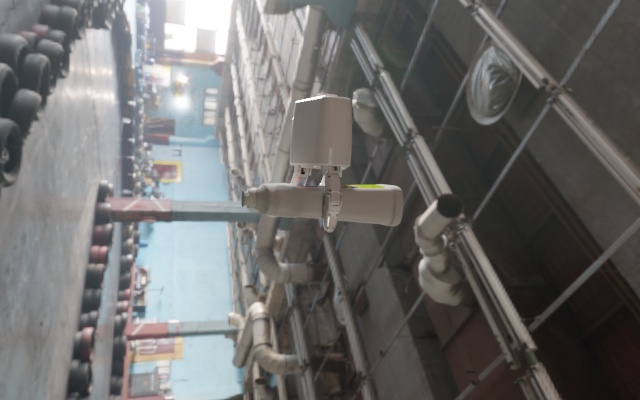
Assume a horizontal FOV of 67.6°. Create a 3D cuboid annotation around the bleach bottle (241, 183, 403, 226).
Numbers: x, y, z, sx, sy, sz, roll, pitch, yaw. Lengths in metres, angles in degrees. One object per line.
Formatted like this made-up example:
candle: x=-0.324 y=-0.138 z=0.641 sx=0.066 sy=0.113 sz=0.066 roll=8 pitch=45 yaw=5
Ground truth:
bleach bottle: x=0.000 y=0.003 z=0.777 sx=0.251 sy=0.068 sz=0.102 roll=2 pitch=4 yaw=-18
